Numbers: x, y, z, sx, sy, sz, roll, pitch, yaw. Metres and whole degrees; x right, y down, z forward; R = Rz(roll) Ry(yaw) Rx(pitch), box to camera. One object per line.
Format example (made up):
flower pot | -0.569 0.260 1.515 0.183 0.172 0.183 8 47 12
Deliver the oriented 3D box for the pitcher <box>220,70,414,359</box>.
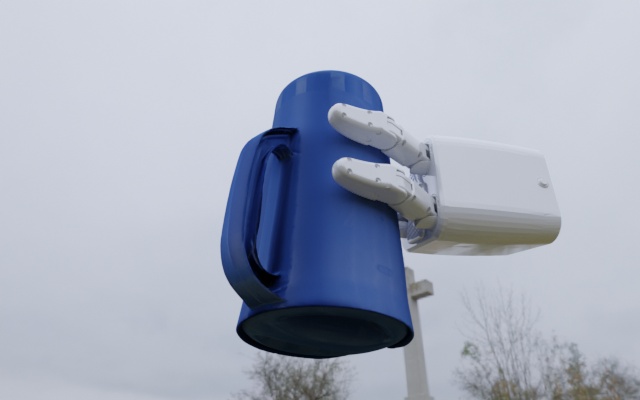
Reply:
pitcher | 0.000 0.001 0.411 0.145 0.242 0.149 5 -32 -5
